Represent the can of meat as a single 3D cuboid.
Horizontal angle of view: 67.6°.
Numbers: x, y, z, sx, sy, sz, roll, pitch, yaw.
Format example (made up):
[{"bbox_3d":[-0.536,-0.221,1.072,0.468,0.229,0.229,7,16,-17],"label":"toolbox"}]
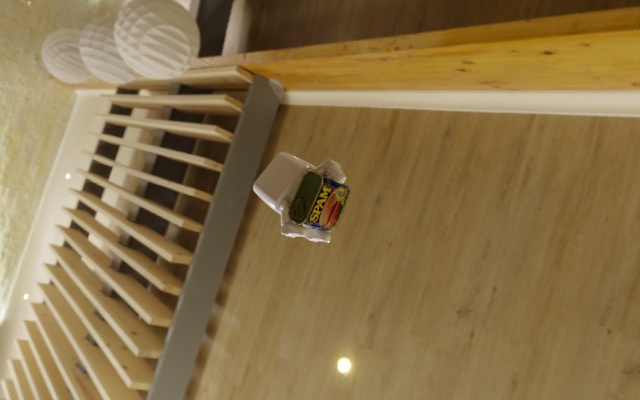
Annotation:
[{"bbox_3d":[0.000,0.003,0.900,0.084,0.102,0.057,19,8,-42],"label":"can of meat"}]
